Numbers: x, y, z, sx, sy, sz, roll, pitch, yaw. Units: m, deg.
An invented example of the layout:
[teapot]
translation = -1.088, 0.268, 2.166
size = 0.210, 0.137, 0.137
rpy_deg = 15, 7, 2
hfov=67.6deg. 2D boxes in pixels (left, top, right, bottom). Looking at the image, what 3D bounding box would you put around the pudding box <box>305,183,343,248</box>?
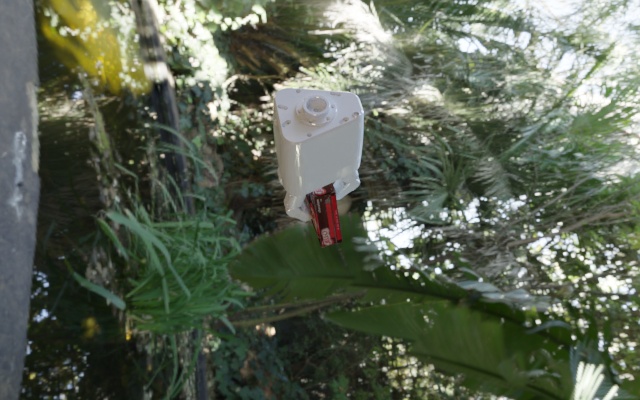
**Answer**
[pudding box]
translation = 0.000, 0.002, 0.724
size = 0.039, 0.090, 0.113
rpy_deg = -11, 31, -5
